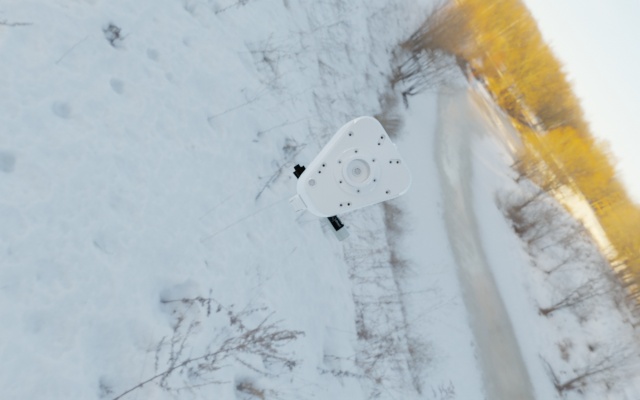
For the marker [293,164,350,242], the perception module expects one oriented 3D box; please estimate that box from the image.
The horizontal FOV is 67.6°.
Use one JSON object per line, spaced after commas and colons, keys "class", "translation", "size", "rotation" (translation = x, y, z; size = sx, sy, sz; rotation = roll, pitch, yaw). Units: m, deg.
{"class": "marker", "translation": [0.000, 0.002, 0.655], "size": [0.020, 0.121, 0.020], "rotation": [-34, 3, 2]}
